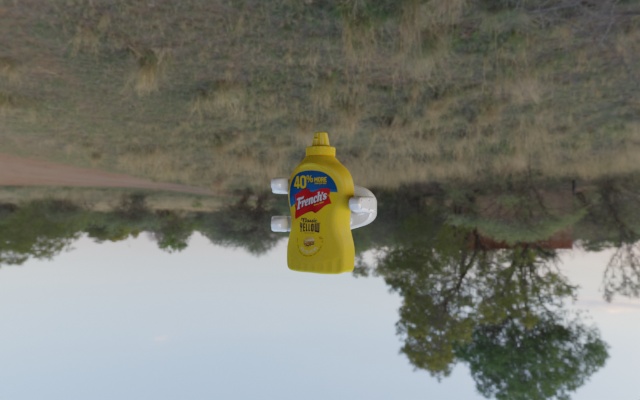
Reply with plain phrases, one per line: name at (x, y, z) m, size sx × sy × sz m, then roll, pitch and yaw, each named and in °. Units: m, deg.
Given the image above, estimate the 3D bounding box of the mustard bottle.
mustard bottle at (0.000, 0.002, 0.657) m, size 0.096 × 0.191 × 0.058 m, roll -1°, pitch -2°, yaw 36°
